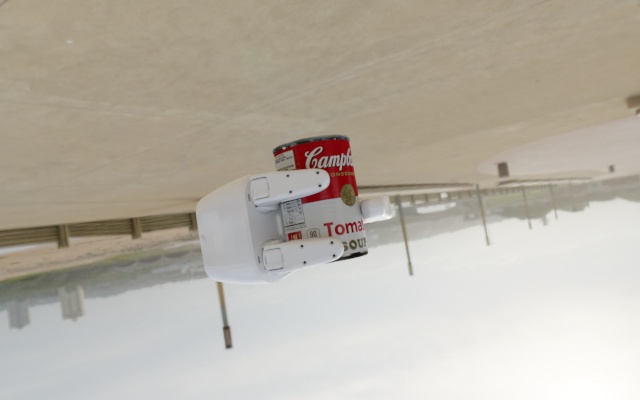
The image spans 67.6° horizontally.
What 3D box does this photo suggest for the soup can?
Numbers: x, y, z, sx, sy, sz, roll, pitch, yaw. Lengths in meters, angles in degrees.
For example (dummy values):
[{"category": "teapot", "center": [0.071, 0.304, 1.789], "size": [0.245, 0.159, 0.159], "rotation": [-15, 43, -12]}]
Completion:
[{"category": "soup can", "center": [0.001, 0.002, 0.411], "size": [0.068, 0.102, 0.068], "rotation": [-10, -4, -1]}]
